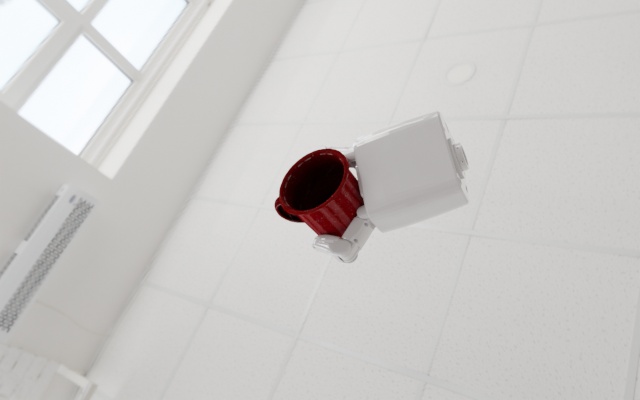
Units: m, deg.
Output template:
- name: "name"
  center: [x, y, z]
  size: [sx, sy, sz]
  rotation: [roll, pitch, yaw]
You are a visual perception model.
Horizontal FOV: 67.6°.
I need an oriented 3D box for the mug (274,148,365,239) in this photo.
- name: "mug"
  center: [-0.001, 0.003, 0.581]
  size: [0.117, 0.093, 0.081]
  rotation: [-19, -42, 23]
